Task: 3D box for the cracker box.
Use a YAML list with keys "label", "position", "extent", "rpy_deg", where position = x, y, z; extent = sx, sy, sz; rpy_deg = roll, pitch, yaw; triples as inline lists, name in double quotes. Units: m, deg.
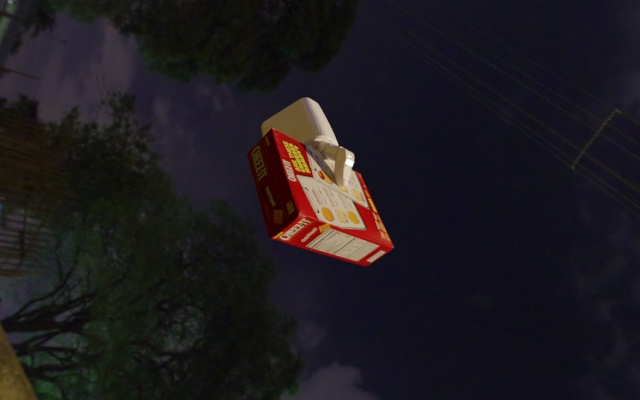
- label: "cracker box"
  position: [0.000, 0.002, 0.737]
  extent: [0.214, 0.164, 0.072]
  rpy_deg: [22, -53, -43]
